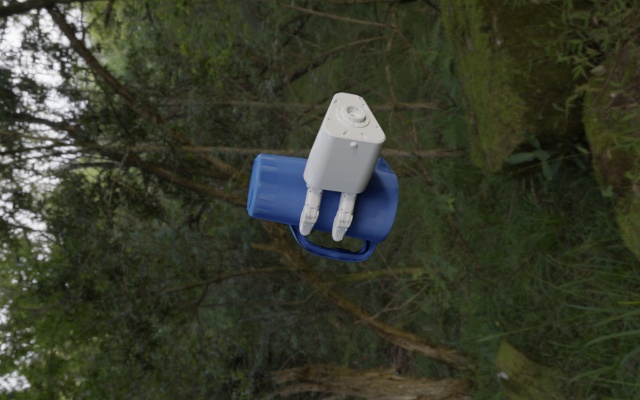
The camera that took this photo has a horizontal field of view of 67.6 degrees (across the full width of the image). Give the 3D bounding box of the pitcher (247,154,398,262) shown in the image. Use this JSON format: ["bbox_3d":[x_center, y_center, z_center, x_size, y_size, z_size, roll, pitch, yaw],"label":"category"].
[{"bbox_3d":[0.000,0.003,0.821,0.243,0.149,0.145,9,-42,-12],"label":"pitcher"}]
